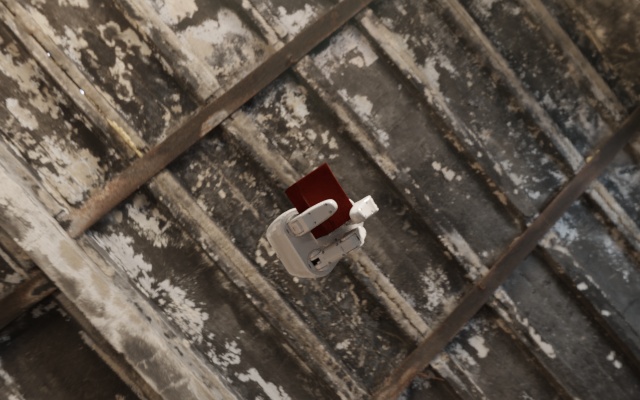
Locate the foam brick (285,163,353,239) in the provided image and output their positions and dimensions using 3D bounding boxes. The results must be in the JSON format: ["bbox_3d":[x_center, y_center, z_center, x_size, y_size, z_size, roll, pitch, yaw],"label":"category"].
[{"bbox_3d":[0.000,0.002,0.609,0.053,0.078,0.051,-33,2,-21],"label":"foam brick"}]
